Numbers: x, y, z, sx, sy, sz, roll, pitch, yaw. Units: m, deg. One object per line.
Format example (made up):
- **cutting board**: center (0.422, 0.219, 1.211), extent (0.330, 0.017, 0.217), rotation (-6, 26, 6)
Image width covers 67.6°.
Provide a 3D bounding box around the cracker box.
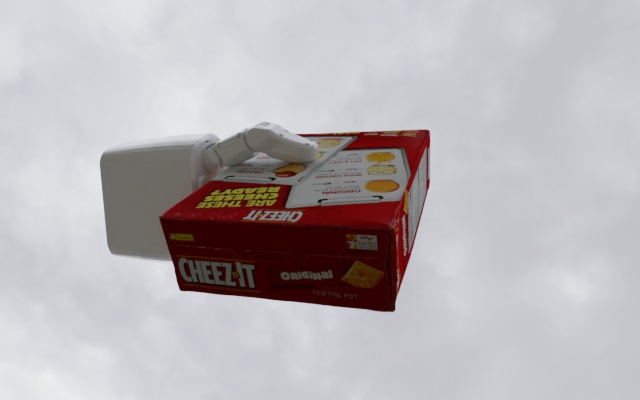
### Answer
- **cracker box**: center (0.000, 0.001, 0.405), extent (0.164, 0.072, 0.213), rotation (1, 24, 19)
